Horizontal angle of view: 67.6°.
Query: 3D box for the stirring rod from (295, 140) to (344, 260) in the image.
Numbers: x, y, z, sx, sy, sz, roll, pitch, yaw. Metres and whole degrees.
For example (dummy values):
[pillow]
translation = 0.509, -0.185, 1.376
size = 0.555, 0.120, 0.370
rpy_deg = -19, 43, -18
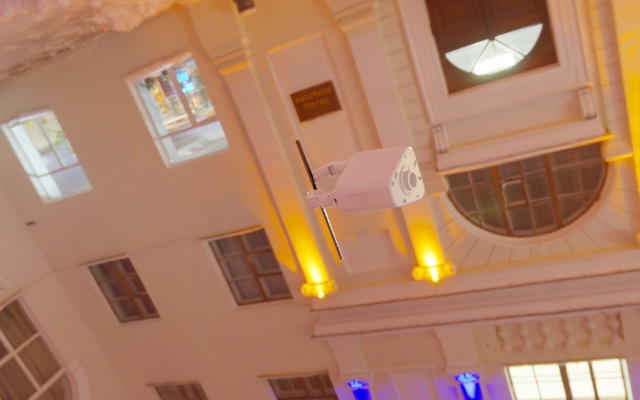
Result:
[stirring rod]
translation = 0.000, 0.003, 0.868
size = 0.011, 0.239, 0.011
rpy_deg = -19, 18, 6
